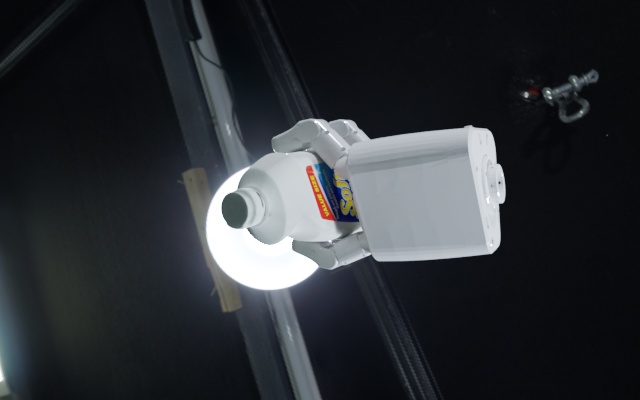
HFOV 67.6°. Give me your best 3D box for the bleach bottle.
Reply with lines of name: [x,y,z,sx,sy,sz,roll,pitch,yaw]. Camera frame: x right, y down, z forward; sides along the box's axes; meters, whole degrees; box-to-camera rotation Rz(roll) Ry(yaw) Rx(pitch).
bleach bottle: [0.000,0.001,0.468,0.068,0.102,0.251,-7,3,32]
